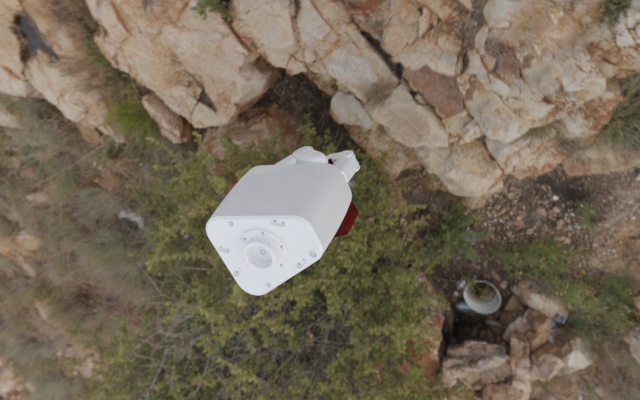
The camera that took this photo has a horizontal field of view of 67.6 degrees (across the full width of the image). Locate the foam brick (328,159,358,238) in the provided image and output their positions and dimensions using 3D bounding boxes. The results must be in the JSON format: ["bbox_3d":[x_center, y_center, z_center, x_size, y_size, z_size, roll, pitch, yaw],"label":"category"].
[{"bbox_3d":[0.000,0.002,0.548,0.053,0.078,0.051,-18,22,26],"label":"foam brick"}]
